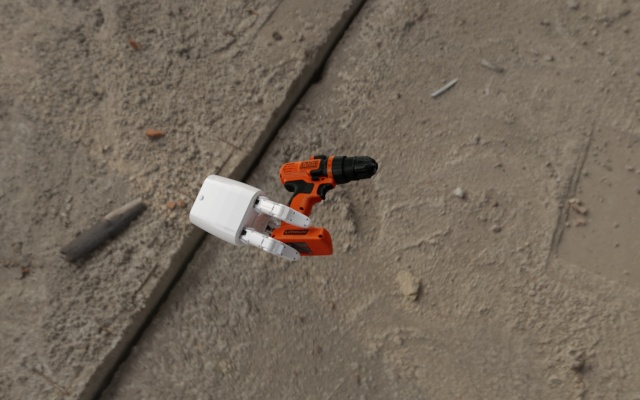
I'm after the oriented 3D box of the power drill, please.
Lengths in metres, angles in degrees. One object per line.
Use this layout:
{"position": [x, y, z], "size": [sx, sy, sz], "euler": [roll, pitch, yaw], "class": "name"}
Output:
{"position": [0.000, 0.003, 0.815], "size": [0.184, 0.187, 0.057], "euler": [-5, -40, 26], "class": "power drill"}
